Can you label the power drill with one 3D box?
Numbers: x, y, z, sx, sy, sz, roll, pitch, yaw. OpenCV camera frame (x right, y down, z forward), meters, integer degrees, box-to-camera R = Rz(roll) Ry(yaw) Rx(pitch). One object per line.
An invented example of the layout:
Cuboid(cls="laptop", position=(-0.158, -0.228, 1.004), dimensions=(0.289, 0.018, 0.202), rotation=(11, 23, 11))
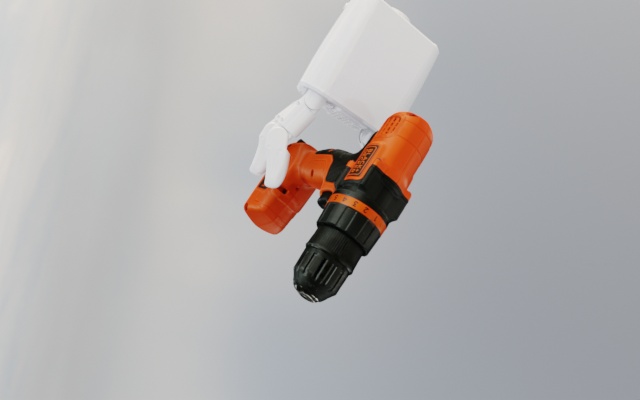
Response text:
Cuboid(cls="power drill", position=(0.000, 0.001, 0.453), dimensions=(0.057, 0.184, 0.187), rotation=(46, -22, -27))
